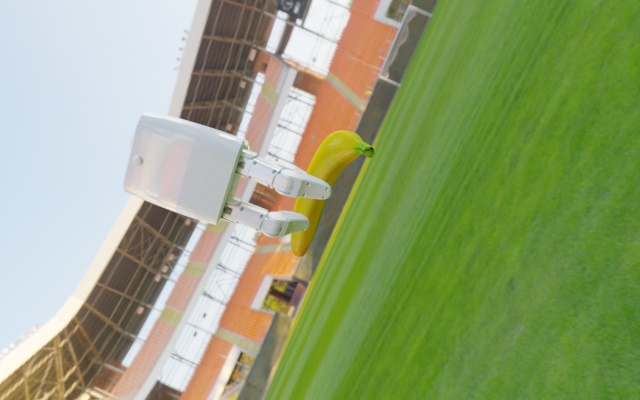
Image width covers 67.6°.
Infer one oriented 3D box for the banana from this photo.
[{"bbox_3d":[0.001,-0.014,0.545,0.037,0.069,0.198,13,-43,-17],"label":"banana"}]
